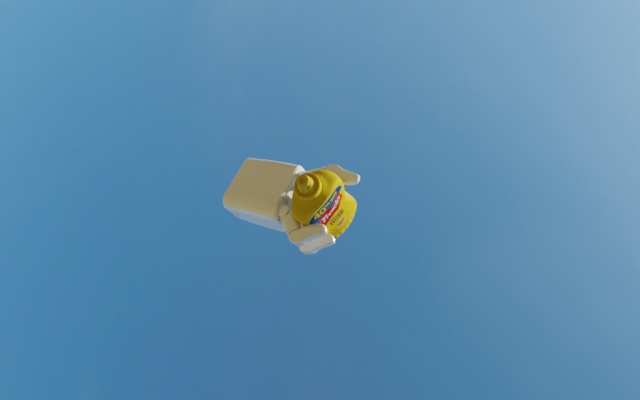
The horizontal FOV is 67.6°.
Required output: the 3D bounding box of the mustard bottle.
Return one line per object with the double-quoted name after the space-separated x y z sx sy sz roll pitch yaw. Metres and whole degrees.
0.000 0.003 0.771 0.058 0.096 0.192 39 -5 26 "mustard bottle"
